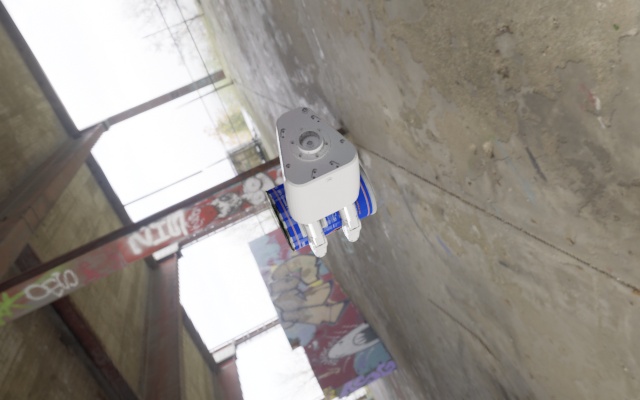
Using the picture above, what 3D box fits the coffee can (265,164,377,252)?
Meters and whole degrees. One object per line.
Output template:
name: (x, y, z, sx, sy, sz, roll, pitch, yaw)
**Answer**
coffee can: (0.000, 0.002, 0.729, 0.140, 0.103, 0.103, -25, 4, -9)
